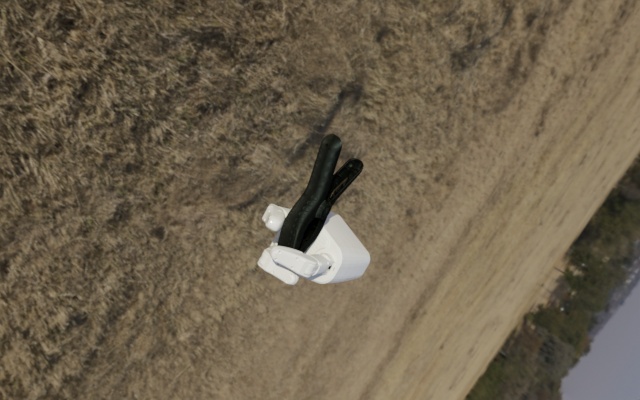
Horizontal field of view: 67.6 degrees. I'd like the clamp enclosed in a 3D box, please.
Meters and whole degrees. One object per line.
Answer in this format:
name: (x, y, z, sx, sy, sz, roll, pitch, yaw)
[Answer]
clamp: (0.000, 0.002, 0.615, 0.039, 0.171, 0.120, 34, 11, 28)
